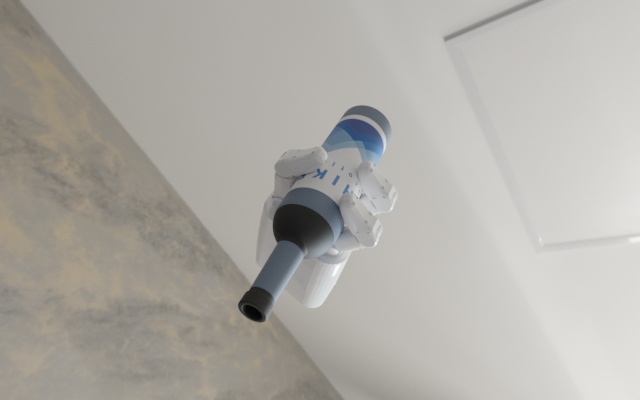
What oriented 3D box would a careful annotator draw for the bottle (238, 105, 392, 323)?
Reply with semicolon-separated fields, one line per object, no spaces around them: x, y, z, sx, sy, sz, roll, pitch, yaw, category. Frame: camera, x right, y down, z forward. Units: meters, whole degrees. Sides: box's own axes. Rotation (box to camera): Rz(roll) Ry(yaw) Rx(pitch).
0.000;0.001;0.496;0.069;0.069;0.295;0;38;30;bottle
